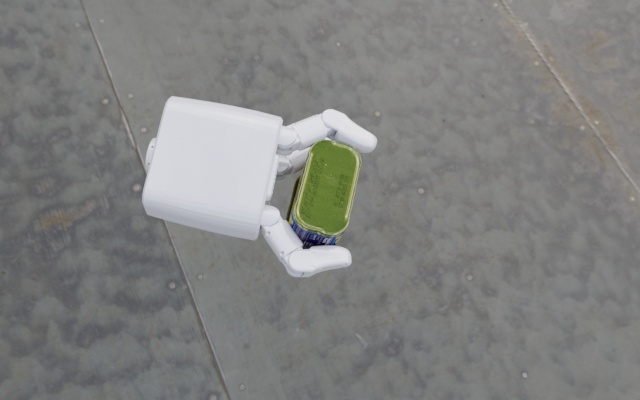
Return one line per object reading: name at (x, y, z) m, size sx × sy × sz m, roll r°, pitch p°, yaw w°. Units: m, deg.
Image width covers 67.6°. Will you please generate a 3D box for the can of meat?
can of meat at (0.000, 0.002, 0.473) m, size 0.057 × 0.102 × 0.084 m, roll 15°, pitch -25°, yaw -4°
